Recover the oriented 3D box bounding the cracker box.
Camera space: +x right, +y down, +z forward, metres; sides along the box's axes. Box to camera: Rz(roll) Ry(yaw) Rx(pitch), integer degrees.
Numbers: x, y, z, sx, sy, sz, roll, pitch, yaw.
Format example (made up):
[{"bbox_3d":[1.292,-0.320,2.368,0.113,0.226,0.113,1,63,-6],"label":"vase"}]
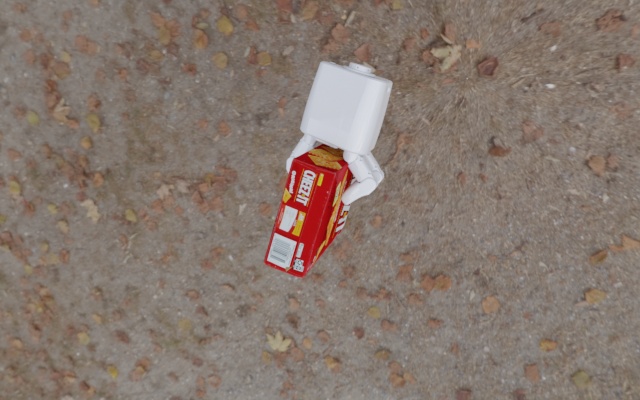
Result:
[{"bbox_3d":[0.000,0.002,0.740,0.072,0.164,0.213,21,19,11],"label":"cracker box"}]
